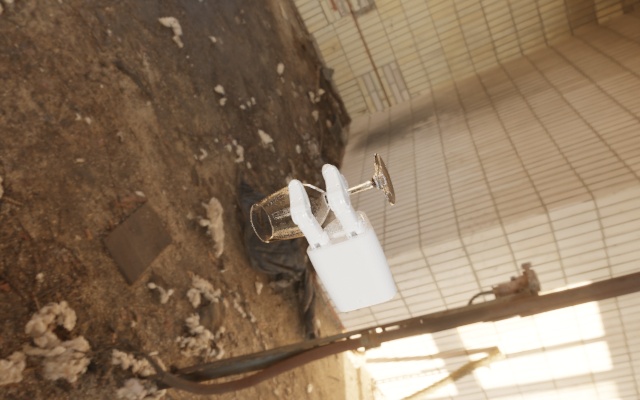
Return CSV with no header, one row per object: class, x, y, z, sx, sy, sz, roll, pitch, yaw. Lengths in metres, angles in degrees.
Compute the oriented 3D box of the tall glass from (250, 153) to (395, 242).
tall glass,0.001,0.002,0.683,0.201,0.079,0.079,-19,-7,19
